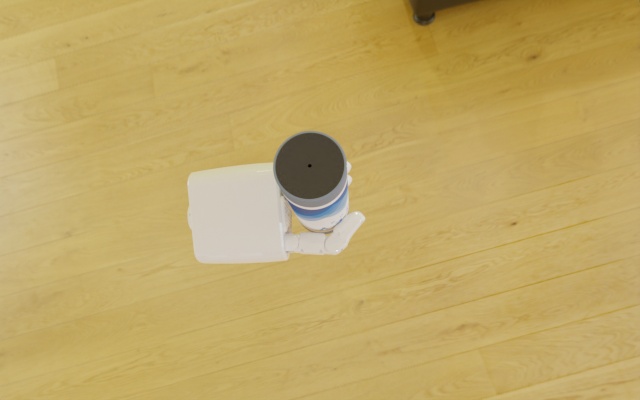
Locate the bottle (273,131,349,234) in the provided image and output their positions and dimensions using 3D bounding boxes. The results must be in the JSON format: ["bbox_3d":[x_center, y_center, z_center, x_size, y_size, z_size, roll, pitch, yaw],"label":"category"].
[{"bbox_3d":[0.000,0.002,0.567,0.069,0.069,0.296,0,-13,4],"label":"bottle"}]
